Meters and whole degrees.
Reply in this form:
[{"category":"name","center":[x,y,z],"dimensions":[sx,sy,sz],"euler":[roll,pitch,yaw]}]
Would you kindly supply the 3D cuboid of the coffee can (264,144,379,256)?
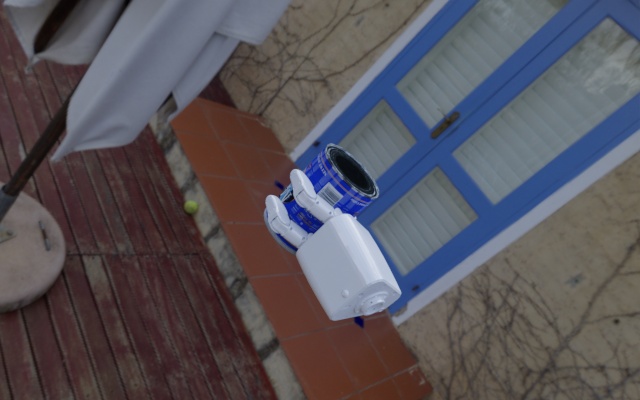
[{"category":"coffee can","center":[0.000,0.002,0.697],"dimensions":[0.140,0.102,0.103],"euler":[-44,-21,23]}]
